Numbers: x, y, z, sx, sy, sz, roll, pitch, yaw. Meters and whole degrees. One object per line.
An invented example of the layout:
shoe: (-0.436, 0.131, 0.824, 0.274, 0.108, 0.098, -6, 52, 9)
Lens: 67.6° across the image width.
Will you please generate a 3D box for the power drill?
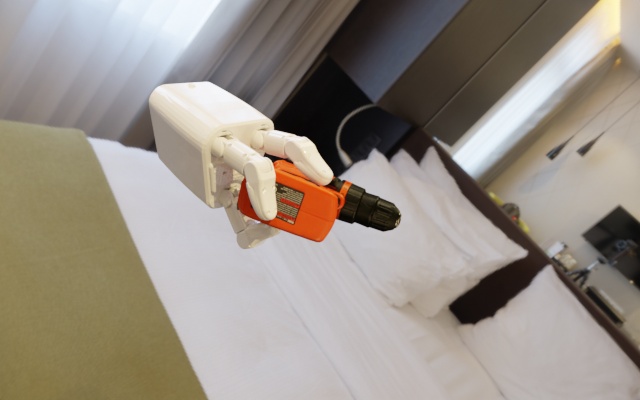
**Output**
power drill: (0.000, 0.002, 0.557, 0.184, 0.057, 0.187, 19, 7, 12)
